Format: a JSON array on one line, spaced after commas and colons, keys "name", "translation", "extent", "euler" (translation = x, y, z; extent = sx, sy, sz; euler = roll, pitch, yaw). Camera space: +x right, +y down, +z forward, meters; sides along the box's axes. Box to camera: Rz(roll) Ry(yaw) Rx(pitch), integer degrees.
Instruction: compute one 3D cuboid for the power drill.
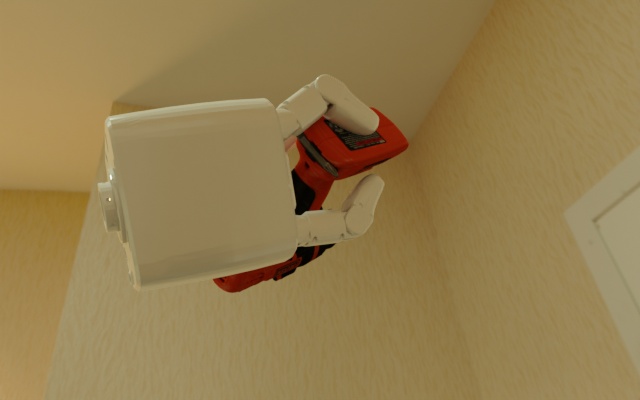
[{"name": "power drill", "translation": [0.000, 0.001, 0.449], "extent": [0.184, 0.057, 0.188], "euler": [-21, -27, -49]}]
